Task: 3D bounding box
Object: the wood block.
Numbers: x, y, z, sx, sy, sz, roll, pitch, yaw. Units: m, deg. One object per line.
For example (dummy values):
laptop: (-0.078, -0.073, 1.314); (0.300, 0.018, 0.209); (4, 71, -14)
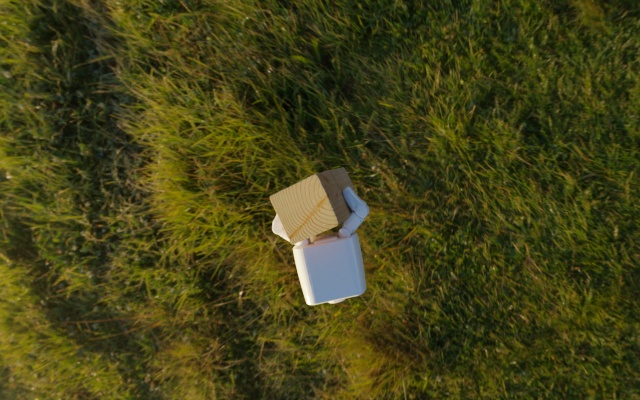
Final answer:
wood block: (0.001, 0.003, 0.854); (0.091, 0.090, 0.206); (-24, 0, 16)
